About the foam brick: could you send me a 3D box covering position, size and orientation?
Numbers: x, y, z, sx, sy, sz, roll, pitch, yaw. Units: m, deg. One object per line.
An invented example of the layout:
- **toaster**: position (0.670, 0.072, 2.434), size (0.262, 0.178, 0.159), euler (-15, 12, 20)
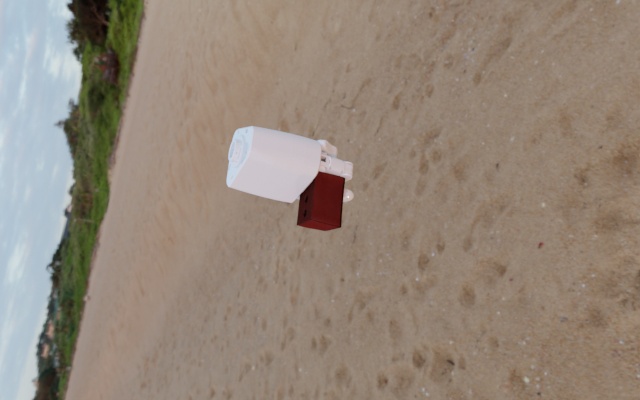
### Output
- **foam brick**: position (0.000, 0.003, 0.718), size (0.051, 0.078, 0.053), euler (12, -17, -25)
